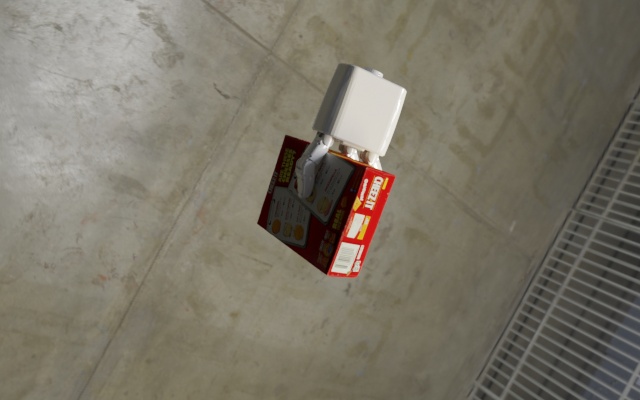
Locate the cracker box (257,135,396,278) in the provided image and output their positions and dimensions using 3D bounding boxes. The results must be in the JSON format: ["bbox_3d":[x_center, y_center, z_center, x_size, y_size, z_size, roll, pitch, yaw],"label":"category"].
[{"bbox_3d":[0.000,0.002,0.750,0.072,0.164,0.213,13,10,-39],"label":"cracker box"}]
